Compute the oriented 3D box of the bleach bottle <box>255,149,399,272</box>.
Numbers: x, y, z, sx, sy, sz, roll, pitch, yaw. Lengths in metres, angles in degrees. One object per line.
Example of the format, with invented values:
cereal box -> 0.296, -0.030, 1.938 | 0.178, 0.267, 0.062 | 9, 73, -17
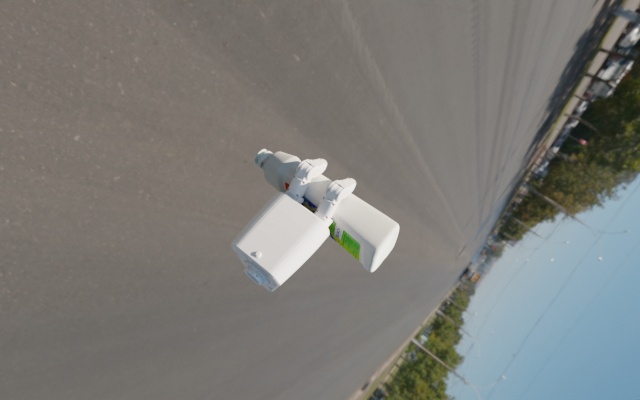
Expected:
bleach bottle -> 0.000, 0.002, 0.739 | 0.250, 0.068, 0.103 | 36, -22, 18
